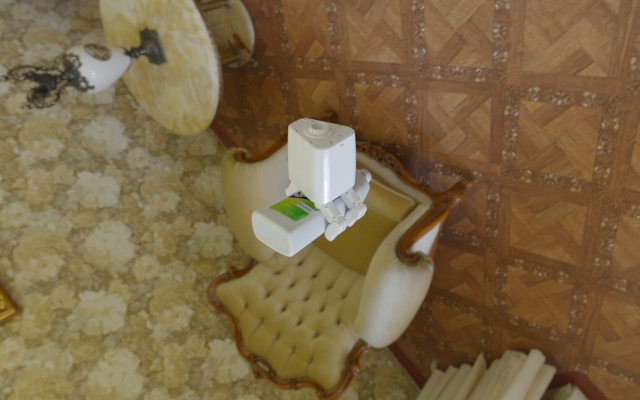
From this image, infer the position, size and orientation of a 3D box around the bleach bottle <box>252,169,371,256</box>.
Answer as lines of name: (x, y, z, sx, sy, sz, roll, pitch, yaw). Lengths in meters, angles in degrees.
bleach bottle: (0.000, 0.003, 0.877, 0.102, 0.068, 0.250, 27, 45, 33)
